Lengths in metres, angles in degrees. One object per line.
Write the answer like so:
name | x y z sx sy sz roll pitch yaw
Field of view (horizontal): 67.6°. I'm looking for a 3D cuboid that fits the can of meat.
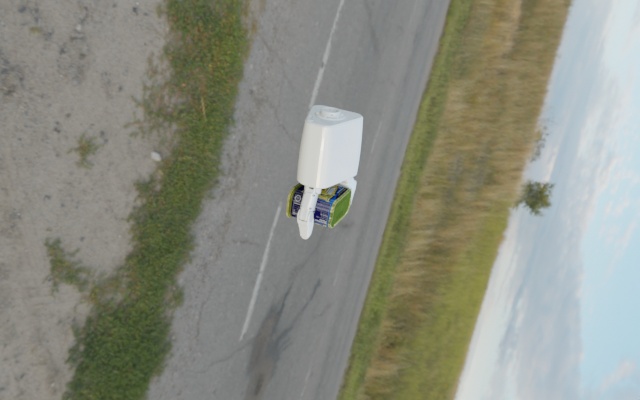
can of meat | 0.000 0.003 0.843 0.084 0.057 0.102 16 25 18
